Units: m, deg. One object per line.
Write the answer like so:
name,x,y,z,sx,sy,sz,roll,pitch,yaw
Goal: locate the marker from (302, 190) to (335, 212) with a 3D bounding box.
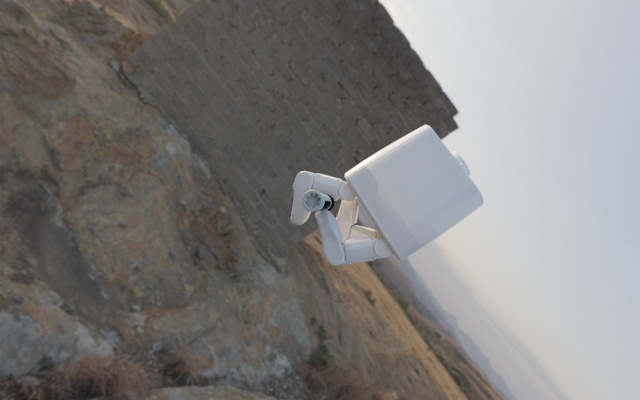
marker,0.000,0.002,0.470,0.020,0.020,0.121,0,-1,7
